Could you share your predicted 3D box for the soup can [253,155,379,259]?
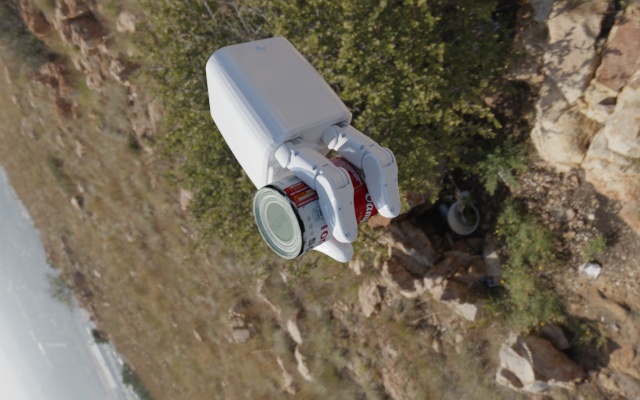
[{"bbox_3d":[0.000,0.002,0.426,0.102,0.068,0.068,-26,16,-36],"label":"soup can"}]
